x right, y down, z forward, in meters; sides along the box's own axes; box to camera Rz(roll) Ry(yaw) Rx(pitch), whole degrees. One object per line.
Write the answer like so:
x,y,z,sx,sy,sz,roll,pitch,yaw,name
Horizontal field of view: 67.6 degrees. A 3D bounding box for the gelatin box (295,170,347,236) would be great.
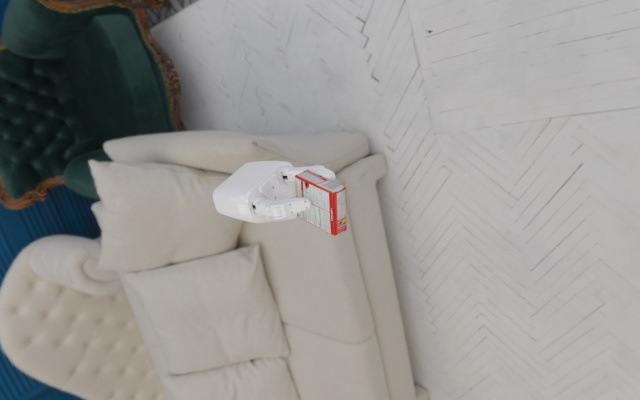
0.000,0.003,0.716,0.030,0.073,0.089,-25,35,-35,gelatin box
